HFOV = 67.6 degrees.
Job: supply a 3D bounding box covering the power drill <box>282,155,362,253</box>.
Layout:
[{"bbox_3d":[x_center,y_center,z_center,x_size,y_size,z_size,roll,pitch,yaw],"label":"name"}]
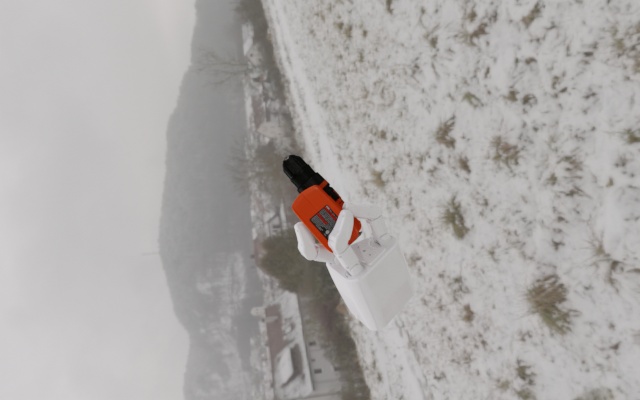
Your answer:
[{"bbox_3d":[0.000,0.003,0.774,0.057,0.184,0.187,-43,6,9],"label":"power drill"}]
